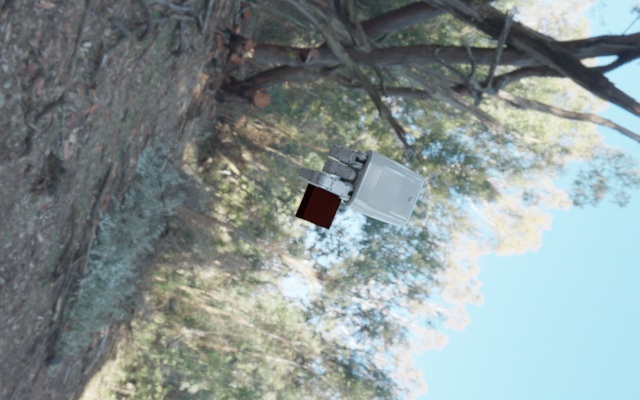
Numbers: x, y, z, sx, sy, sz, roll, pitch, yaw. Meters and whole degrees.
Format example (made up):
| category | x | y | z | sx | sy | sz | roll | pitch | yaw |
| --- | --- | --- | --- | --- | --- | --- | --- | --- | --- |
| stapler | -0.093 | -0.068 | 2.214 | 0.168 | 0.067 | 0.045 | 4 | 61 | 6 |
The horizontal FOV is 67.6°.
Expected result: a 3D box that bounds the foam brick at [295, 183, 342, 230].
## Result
| category | x | y | z | sx | sy | sz | roll | pitch | yaw |
| --- | --- | --- | --- | --- | --- | --- | --- | --- | --- |
| foam brick | 0.000 | 0.003 | 0.785 | 0.051 | 0.078 | 0.053 | 23 | -1 | -16 |
